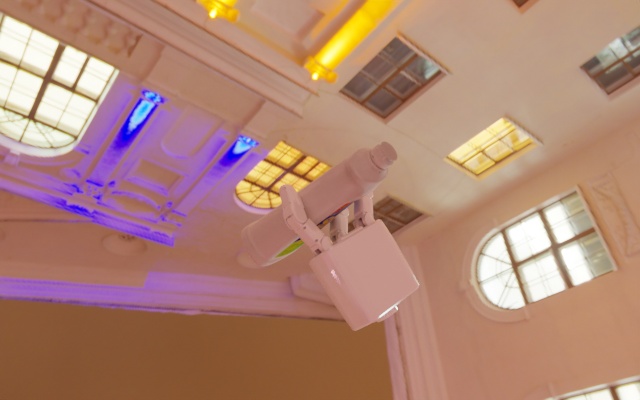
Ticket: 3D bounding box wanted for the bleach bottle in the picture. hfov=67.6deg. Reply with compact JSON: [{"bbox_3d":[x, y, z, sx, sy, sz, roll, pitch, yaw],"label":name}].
[{"bbox_3d":[0.000,0.002,0.650,0.251,0.068,0.102,-38,-10,38],"label":"bleach bottle"}]
